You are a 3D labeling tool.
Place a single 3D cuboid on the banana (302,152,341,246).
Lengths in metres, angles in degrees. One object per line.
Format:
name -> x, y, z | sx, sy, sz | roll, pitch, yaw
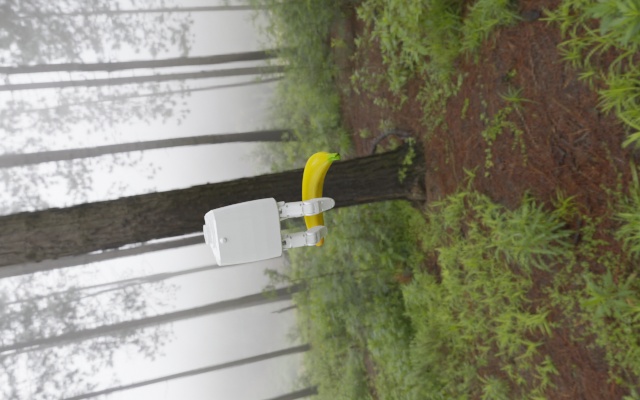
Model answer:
banana -> -0.007, -0.011, 0.846 | 0.037, 0.198, 0.069 | -10, 40, -24
